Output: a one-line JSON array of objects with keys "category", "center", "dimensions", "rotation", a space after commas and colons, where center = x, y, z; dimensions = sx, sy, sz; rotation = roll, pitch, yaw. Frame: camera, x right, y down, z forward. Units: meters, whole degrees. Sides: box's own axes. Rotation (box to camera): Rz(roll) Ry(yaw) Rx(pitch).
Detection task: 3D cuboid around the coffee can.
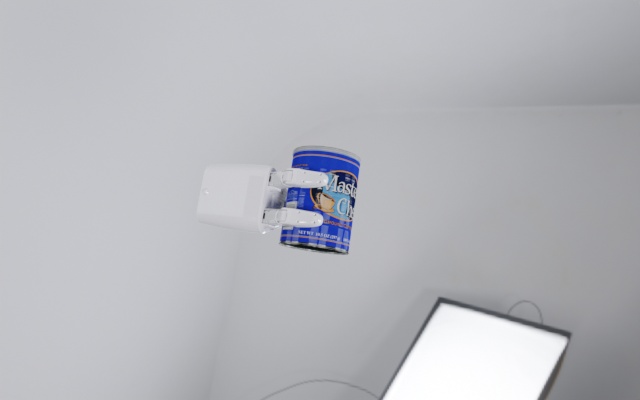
[{"category": "coffee can", "center": [0.000, 0.002, 0.697], "dimensions": [0.103, 0.140, 0.103], "rotation": [8, -10, 1]}]
